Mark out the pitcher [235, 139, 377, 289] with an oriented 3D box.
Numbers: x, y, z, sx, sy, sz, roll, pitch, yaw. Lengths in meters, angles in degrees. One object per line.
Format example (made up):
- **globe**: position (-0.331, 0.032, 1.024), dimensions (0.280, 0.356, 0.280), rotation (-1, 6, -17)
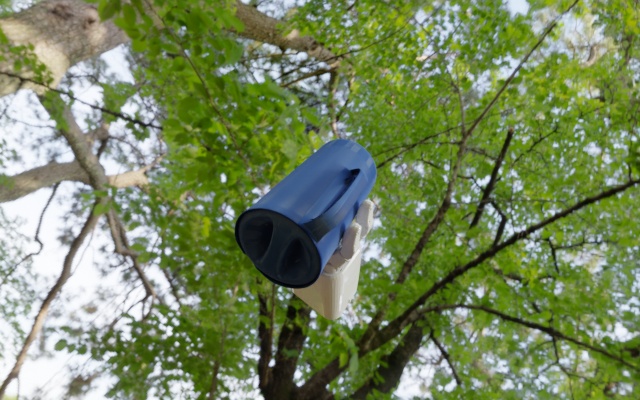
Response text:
- **pitcher**: position (0.000, 0.002, 0.706), dimensions (0.149, 0.145, 0.242), rotation (17, 40, 21)
